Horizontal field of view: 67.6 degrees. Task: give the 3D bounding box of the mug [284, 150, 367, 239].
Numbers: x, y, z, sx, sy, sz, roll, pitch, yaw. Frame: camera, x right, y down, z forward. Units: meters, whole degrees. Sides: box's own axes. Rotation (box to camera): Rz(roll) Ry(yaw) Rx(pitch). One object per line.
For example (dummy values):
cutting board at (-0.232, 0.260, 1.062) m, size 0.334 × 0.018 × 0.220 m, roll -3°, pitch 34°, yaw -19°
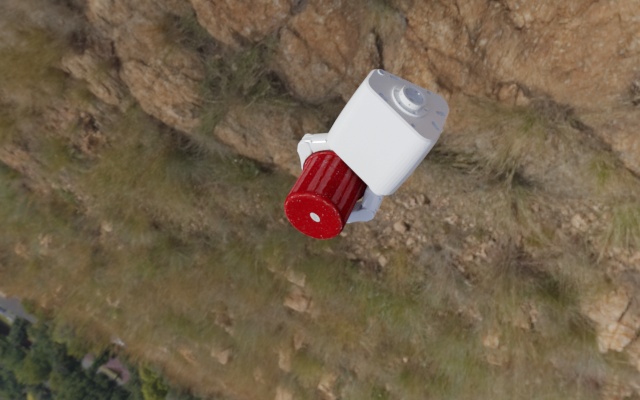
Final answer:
mug at (-0.001, 0.003, 0.629) m, size 0.093 × 0.081 × 0.117 m, roll 31°, pitch -41°, yaw -2°
